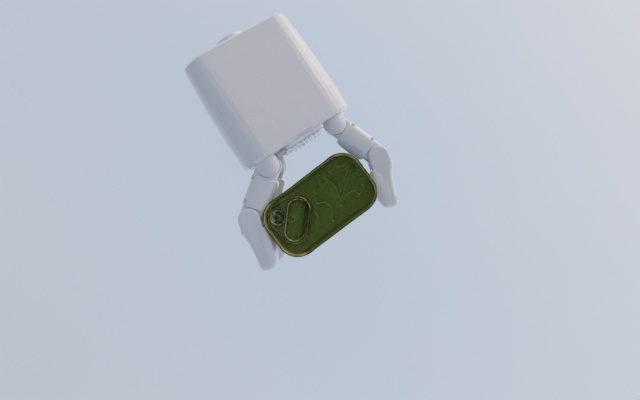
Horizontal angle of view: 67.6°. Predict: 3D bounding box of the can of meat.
[{"bbox_3d":[0.000,0.001,0.456,0.102,0.057,0.084,-37,3,3],"label":"can of meat"}]
